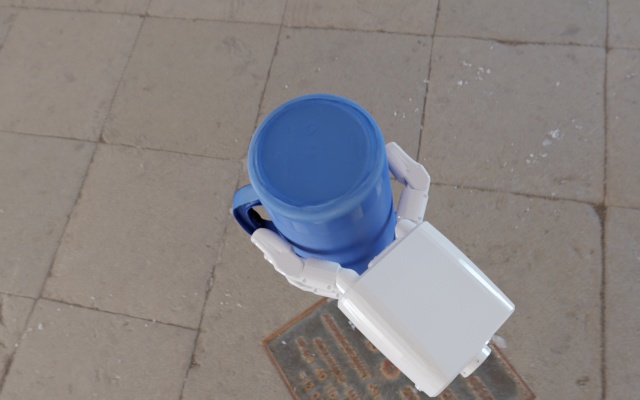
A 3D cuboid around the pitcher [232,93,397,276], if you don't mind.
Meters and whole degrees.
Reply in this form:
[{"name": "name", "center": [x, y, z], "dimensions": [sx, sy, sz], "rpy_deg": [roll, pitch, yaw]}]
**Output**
[{"name": "pitcher", "center": [0.000, 0.002, 0.471], "dimensions": [0.145, 0.149, 0.243], "rpy_deg": [44, -8, 19]}]
